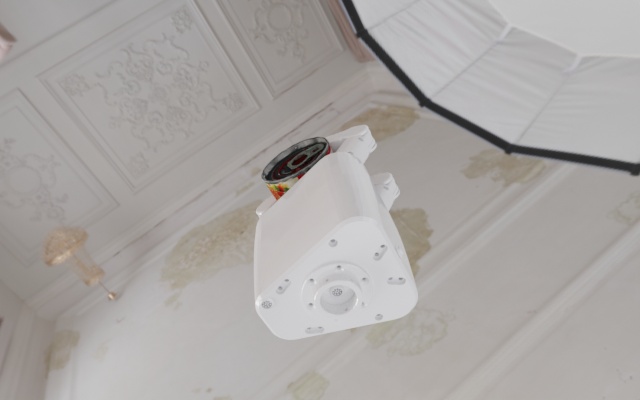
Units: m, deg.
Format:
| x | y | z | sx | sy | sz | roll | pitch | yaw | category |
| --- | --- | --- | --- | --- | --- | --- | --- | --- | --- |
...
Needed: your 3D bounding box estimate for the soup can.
| x | y | z | sx | sy | sz | roll | pitch | yaw | category |
| --- | --- | --- | --- | --- | --- | --- | --- | --- | --- |
| 0.000 | 0.002 | 0.447 | 0.068 | 0.102 | 0.068 | -25 | 27 | 13 | soup can |
